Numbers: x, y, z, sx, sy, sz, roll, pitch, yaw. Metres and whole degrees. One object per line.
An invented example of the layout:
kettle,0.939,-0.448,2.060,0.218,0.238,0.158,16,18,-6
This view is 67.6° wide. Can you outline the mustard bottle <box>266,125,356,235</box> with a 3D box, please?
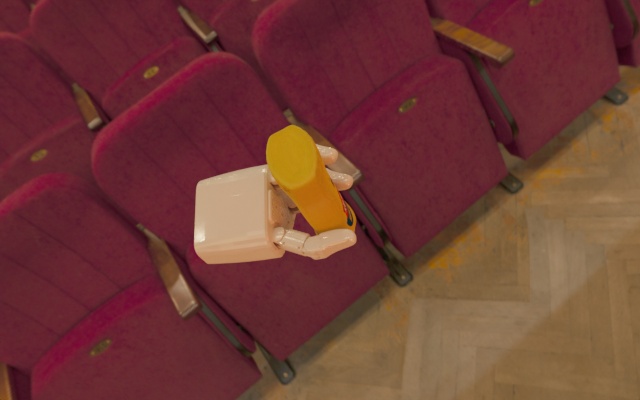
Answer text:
mustard bottle,0.000,0.002,0.587,0.058,0.096,0.192,-28,-41,3
